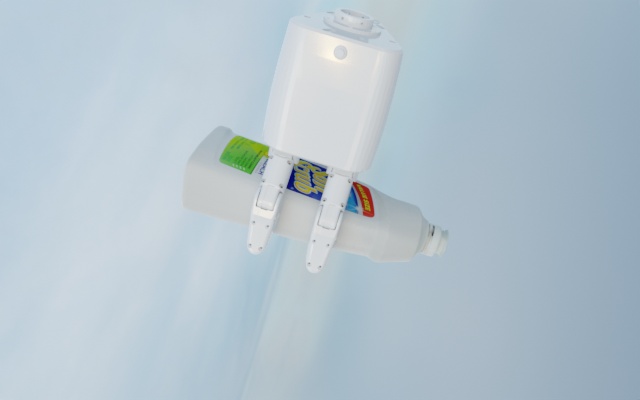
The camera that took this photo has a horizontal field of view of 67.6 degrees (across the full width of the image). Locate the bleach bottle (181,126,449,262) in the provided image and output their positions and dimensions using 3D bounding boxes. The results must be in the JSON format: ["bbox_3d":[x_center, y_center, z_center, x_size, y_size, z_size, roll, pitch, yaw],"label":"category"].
[{"bbox_3d":[0.000,0.002,0.470,0.251,0.068,0.102,17,31,1],"label":"bleach bottle"}]
